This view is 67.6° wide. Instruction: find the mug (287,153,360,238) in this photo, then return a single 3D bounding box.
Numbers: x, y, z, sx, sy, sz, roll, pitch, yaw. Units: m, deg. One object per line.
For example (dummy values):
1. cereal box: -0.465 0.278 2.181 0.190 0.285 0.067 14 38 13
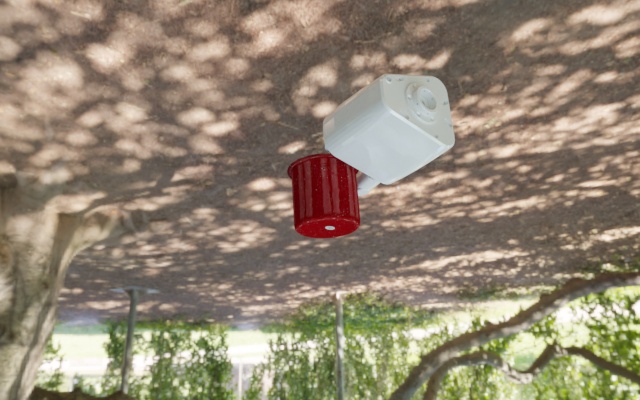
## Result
1. mug: -0.001 0.003 0.606 0.093 0.081 0.117 9 -25 -30
